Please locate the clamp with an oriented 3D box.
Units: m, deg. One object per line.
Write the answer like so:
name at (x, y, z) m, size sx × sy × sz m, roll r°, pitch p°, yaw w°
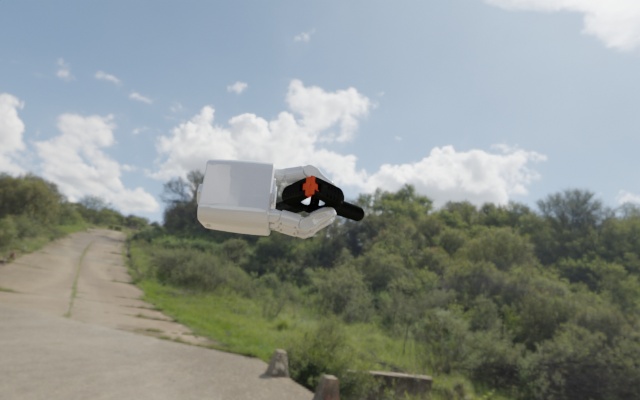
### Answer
clamp at (0.000, 0.002, 0.758) m, size 0.164 × 0.036 × 0.210 m, roll 3°, pitch -13°, yaw -4°
